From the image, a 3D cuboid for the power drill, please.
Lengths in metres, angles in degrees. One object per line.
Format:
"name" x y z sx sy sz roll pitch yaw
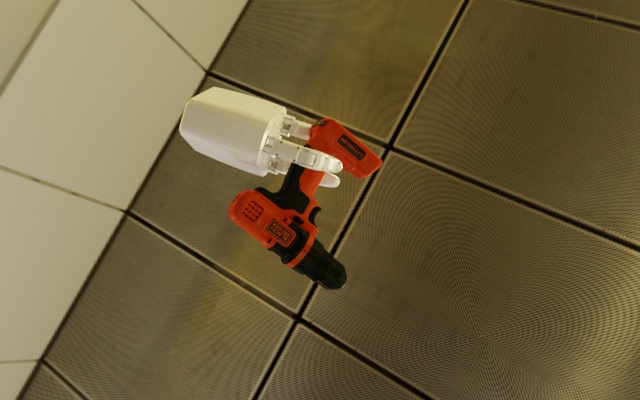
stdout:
"power drill" 0.000 0.002 0.631 0.184 0.187 0.057 39 -15 -16
